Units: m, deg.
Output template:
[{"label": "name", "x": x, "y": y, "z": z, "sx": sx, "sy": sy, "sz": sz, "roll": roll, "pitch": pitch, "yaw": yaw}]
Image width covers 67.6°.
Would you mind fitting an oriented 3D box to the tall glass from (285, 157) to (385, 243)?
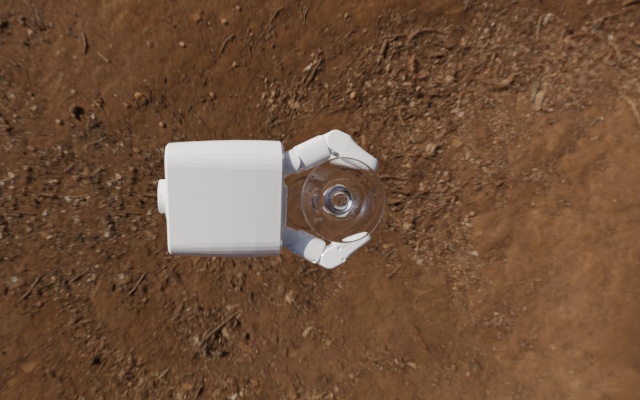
[{"label": "tall glass", "x": 0.000, "y": 0.002, "z": 0.505, "sx": 0.079, "sy": 0.079, "sz": 0.201, "roll": 0, "pitch": -1, "yaw": -11}]
